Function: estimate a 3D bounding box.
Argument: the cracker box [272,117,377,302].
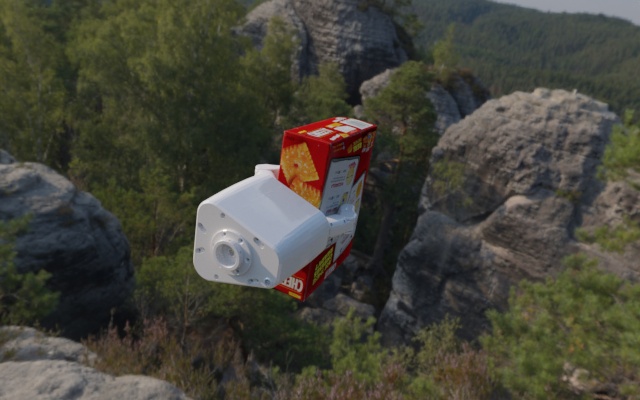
[{"bbox_3d":[0.000,0.002,0.651,0.072,0.214,0.164,19,23,20],"label":"cracker box"}]
